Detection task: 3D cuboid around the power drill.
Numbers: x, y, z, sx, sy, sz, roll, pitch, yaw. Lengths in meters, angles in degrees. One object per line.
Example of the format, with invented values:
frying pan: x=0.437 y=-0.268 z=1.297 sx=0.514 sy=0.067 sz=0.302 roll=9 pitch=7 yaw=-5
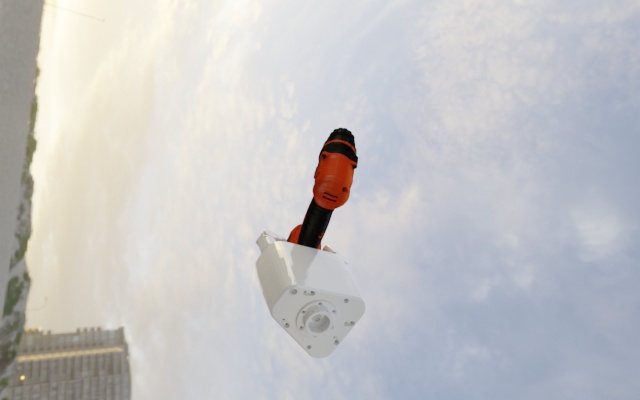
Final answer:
power drill: x=0.000 y=0.003 z=0.677 sx=0.057 sy=0.188 sz=0.184 roll=19 pitch=31 yaw=-2
